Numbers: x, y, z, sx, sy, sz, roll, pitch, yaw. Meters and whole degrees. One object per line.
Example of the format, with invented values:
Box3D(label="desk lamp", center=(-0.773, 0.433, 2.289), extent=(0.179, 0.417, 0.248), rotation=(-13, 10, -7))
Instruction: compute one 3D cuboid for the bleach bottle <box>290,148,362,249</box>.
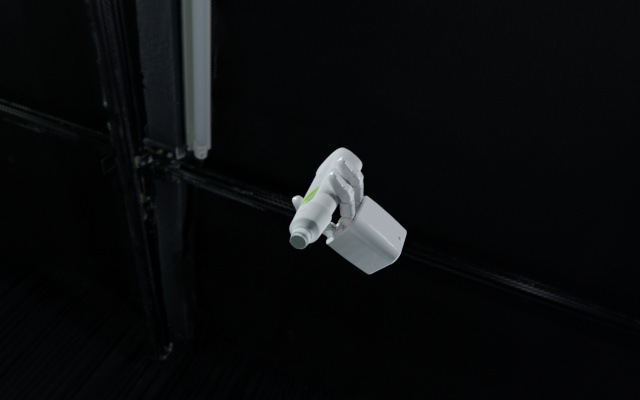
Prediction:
Box3D(label="bleach bottle", center=(0.000, 0.003, 0.861), extent=(0.103, 0.068, 0.250), rotation=(-47, 8, 39))
